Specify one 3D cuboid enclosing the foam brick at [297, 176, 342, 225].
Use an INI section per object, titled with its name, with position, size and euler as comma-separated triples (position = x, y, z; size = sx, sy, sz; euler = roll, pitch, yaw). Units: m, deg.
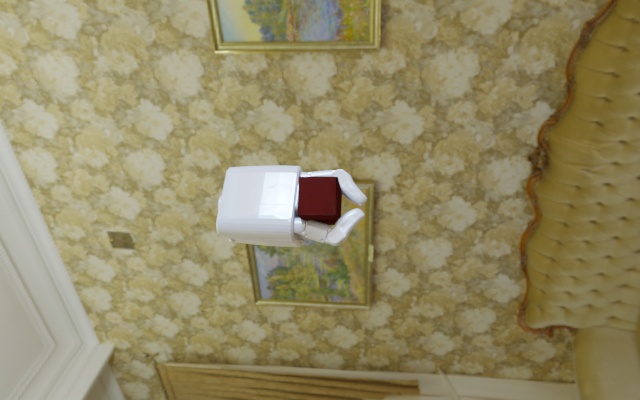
[foam brick]
position = 0.000, 0.002, 0.640
size = 0.051, 0.053, 0.078
euler = 2, -12, 7
